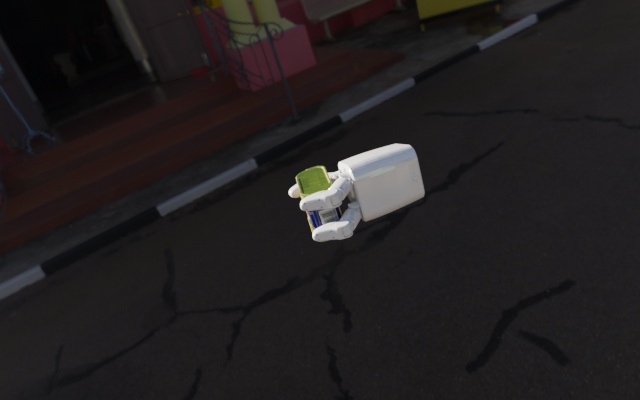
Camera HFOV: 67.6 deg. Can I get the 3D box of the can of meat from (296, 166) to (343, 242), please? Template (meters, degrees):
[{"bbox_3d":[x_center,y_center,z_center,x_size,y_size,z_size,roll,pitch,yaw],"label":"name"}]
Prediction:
[{"bbox_3d":[0.000,0.002,0.761,0.057,0.084,0.102,-19,27,-1],"label":"can of meat"}]
